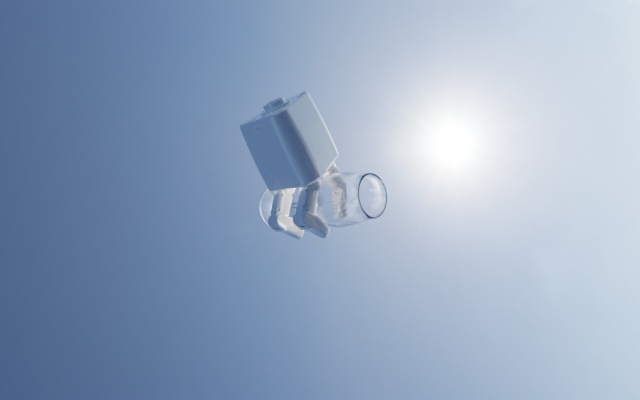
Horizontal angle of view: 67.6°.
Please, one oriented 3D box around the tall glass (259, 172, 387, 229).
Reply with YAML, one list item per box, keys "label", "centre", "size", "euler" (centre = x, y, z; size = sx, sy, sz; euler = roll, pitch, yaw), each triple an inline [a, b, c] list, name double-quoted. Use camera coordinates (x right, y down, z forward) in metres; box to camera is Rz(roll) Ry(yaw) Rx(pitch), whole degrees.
- label: "tall glass"
  centre: [0.000, 0.002, 0.708]
  size: [0.201, 0.079, 0.079]
  euler: [-7, -5, 44]
